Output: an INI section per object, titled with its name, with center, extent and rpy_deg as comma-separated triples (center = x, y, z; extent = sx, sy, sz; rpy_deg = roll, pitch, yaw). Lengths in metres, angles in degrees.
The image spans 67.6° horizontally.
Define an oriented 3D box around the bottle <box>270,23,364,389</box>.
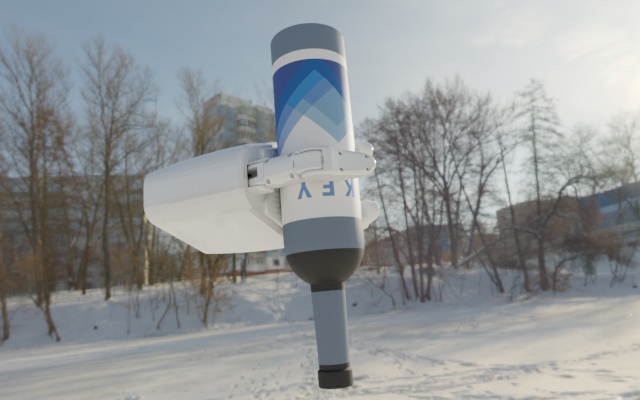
[bottle]
center = 0.000, 0.001, 0.402
extent = 0.069, 0.295, 0.069
rpy_deg = -5, -12, -1
